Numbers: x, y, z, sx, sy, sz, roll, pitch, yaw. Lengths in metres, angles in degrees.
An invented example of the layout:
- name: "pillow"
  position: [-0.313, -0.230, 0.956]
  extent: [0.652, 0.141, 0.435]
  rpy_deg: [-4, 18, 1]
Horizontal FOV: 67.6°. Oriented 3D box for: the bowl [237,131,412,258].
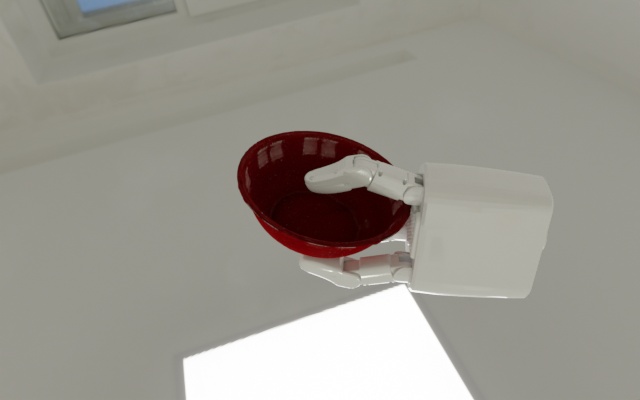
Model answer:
- name: "bowl"
  position: [-0.001, 0.001, 0.452]
  extent: [0.162, 0.055, 0.162]
  rpy_deg: [9, 41, -8]
